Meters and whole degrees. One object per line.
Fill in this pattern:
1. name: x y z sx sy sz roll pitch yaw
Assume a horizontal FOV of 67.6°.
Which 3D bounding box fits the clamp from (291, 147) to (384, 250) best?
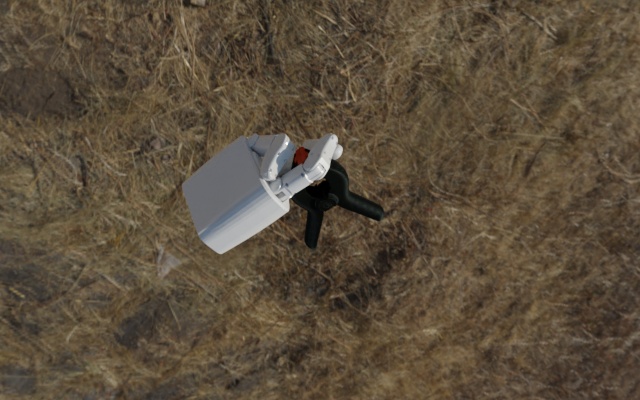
1. clamp: 0.000 0.002 0.635 0.120 0.039 0.171 -34 -50 10
